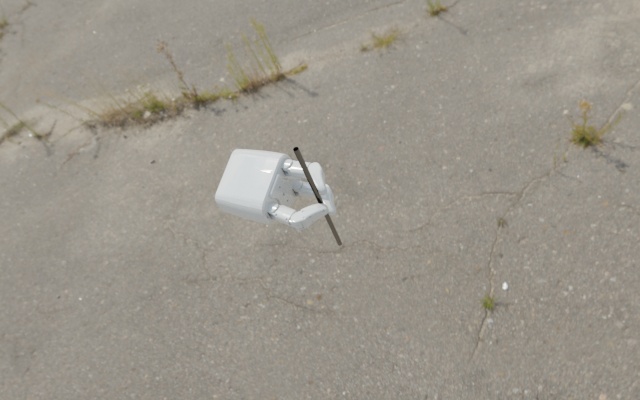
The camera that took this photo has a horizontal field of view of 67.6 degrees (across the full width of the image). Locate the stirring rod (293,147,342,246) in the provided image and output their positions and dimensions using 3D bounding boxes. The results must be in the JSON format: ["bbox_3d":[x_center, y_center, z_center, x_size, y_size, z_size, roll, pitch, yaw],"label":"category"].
[{"bbox_3d":[0.000,0.003,0.743,0.011,0.011,0.240,0,-37,21],"label":"stirring rod"}]
